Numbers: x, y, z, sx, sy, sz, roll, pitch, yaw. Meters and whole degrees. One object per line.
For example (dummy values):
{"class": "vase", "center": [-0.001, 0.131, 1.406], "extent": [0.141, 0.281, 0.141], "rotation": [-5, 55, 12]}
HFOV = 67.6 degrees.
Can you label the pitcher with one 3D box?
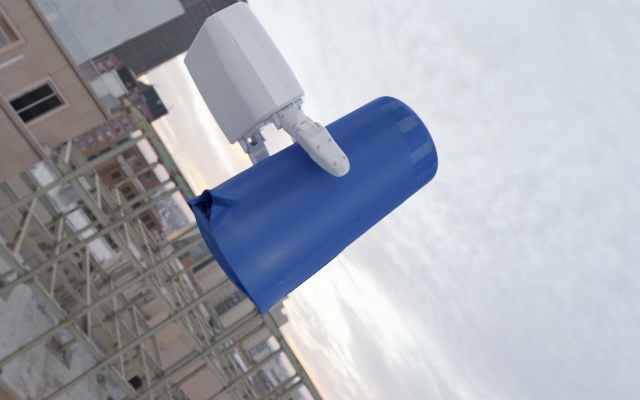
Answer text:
{"class": "pitcher", "center": [0.000, 0.001, 0.500], "extent": [0.243, 0.145, 0.149], "rotation": [-33, 4, -14]}
